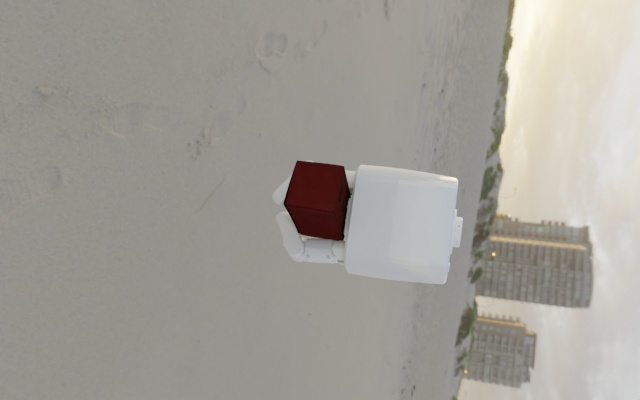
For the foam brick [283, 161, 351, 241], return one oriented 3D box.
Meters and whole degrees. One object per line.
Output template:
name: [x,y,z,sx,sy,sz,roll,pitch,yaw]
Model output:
foam brick: [0.000,0.002,0.494,0.051,0.053,0.078,8,-24,14]
